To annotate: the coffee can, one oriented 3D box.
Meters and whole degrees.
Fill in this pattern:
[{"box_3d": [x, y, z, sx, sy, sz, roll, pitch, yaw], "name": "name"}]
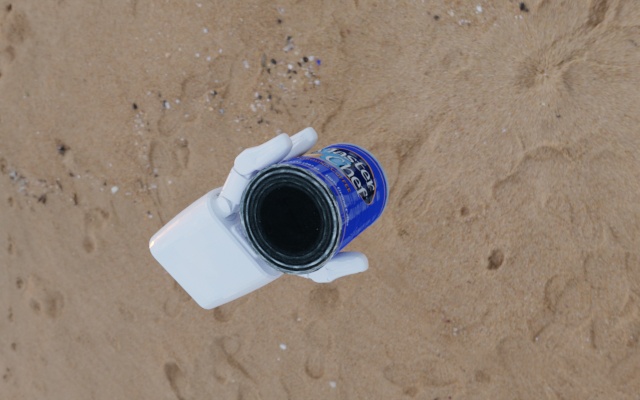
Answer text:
[{"box_3d": [0.000, 0.002, 0.482, 0.103, 0.103, 0.140, 0, 13, 25], "name": "coffee can"}]
